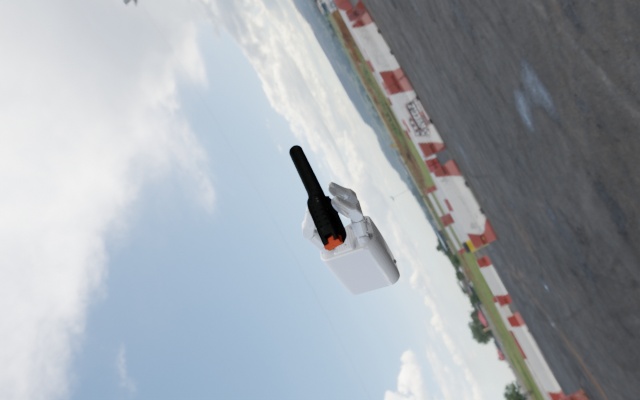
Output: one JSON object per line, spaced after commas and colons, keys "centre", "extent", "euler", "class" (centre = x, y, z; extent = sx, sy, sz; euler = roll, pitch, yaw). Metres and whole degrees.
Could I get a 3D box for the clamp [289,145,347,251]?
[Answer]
{"centre": [0.000, 0.003, 0.803], "extent": [0.036, 0.165, 0.209], "euler": [-31, 27, 12], "class": "clamp"}
